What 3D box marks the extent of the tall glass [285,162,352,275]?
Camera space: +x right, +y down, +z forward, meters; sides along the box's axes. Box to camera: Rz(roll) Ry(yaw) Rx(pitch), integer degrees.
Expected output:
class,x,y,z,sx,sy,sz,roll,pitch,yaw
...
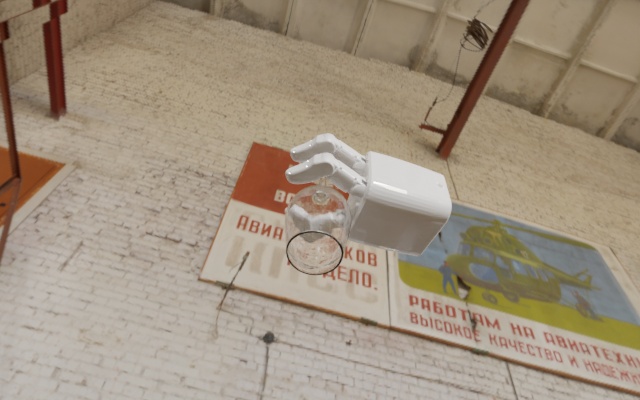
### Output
class,x,y,z,sx,sy,sz,roll,pitch,yaw
tall glass,0.000,0.002,0.590,0.079,0.079,0.201,0,34,5
